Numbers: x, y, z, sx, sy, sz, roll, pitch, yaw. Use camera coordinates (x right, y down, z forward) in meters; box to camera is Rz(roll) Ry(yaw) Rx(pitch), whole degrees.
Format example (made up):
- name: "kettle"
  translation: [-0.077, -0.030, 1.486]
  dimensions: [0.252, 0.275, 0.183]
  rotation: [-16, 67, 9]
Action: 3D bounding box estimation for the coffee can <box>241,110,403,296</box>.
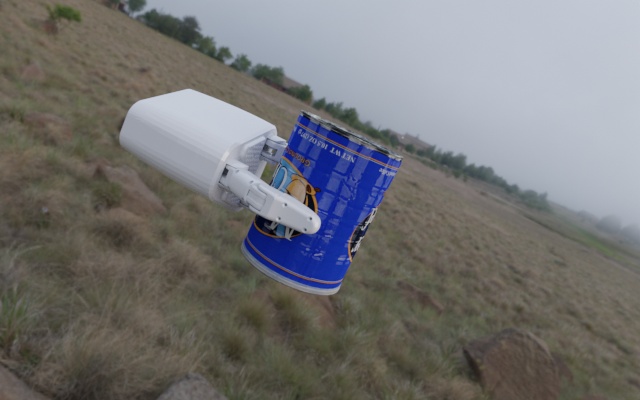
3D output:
- name: "coffee can"
  translation: [0.000, 0.002, 0.446]
  dimensions: [0.103, 0.140, 0.102]
  rotation: [24, 11, -5]
